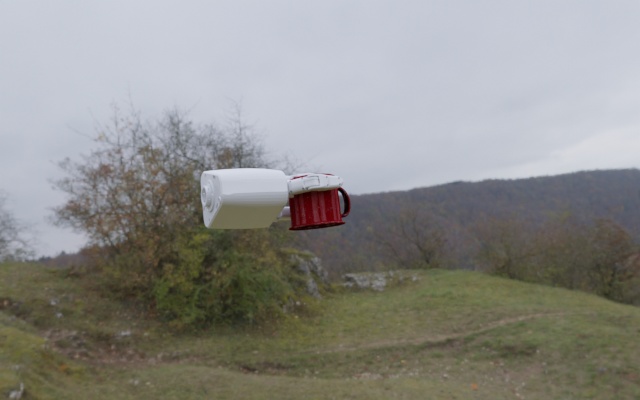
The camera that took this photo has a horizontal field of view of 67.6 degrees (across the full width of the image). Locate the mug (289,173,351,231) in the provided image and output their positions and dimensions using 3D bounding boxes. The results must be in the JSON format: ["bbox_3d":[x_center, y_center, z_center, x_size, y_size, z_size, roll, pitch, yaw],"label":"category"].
[{"bbox_3d":[0.001,0.002,0.784,0.117,0.081,0.093,-2,-8,-31],"label":"mug"}]
